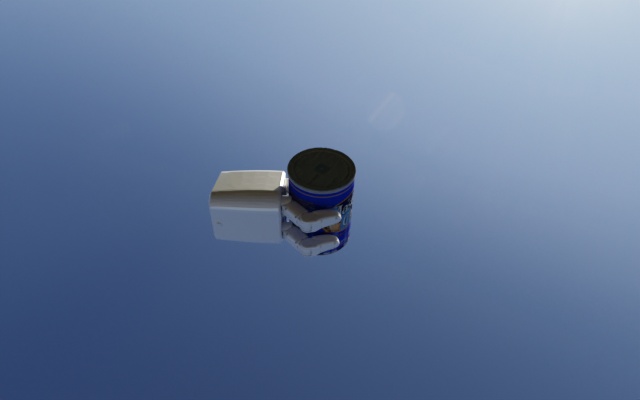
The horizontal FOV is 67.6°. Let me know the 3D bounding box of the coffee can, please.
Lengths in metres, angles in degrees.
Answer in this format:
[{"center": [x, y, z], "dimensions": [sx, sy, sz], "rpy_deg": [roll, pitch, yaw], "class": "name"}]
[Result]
[{"center": [0.000, 0.002, 0.754], "dimensions": [0.103, 0.140, 0.102], "rpy_deg": [1, 43, -1], "class": "coffee can"}]
